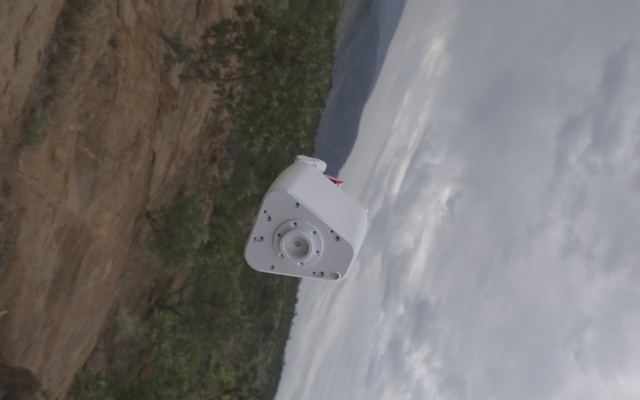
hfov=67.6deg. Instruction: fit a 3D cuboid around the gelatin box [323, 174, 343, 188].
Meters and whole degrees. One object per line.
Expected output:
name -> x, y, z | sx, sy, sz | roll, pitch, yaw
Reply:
gelatin box -> 0.001, 0.002, 0.643 | 0.030, 0.073, 0.089 | 23, 5, 6
